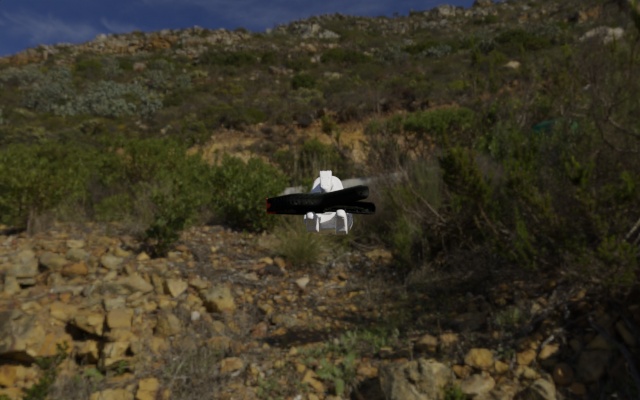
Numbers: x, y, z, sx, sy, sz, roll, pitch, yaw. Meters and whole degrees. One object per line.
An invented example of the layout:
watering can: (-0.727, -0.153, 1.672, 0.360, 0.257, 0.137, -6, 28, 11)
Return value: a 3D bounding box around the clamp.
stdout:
clamp: (0.000, 0.002, 0.881, 0.210, 0.036, 0.164, -2, -14, 4)
